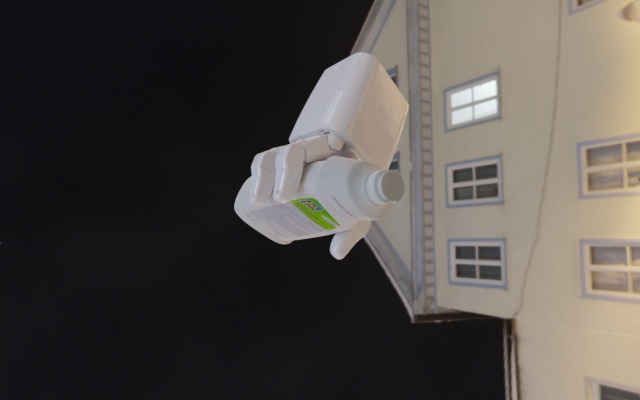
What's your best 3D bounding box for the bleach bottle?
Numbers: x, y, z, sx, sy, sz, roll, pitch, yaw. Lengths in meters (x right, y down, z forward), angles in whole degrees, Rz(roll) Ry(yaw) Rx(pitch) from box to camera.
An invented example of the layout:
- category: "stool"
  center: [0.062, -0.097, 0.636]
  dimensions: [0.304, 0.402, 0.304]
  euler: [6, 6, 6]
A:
- category: "bleach bottle"
  center: [0.000, 0.002, 0.524]
  dimensions: [0.102, 0.068, 0.251]
  euler: [35, -23, -26]
